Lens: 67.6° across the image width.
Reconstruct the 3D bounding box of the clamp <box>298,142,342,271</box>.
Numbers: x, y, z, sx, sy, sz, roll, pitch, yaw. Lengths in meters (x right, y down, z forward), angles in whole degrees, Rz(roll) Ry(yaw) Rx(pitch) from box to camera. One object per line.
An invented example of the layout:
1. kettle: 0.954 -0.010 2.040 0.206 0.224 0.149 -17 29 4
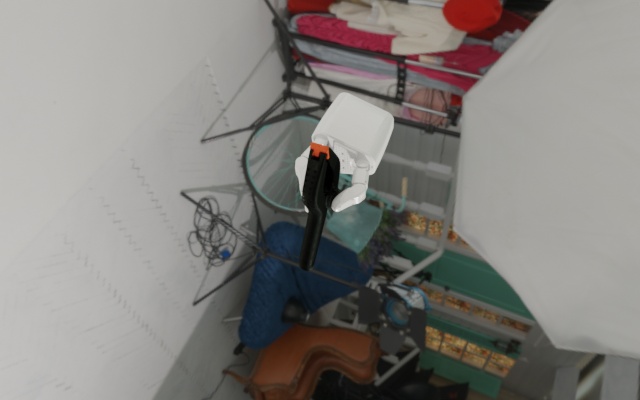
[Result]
1. clamp: 0.001 0.002 0.732 0.036 0.164 0.210 17 -31 18
